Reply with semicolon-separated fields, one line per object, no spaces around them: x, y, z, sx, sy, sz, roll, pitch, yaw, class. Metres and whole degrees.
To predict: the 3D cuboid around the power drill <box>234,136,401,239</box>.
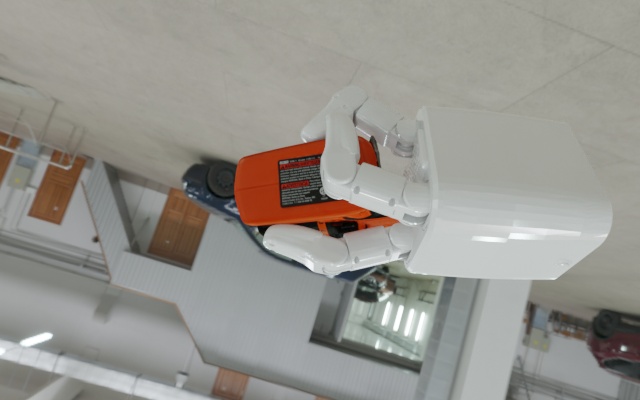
0.000;0.001;0.420;0.184;0.057;0.188;-10;-10;16;power drill
